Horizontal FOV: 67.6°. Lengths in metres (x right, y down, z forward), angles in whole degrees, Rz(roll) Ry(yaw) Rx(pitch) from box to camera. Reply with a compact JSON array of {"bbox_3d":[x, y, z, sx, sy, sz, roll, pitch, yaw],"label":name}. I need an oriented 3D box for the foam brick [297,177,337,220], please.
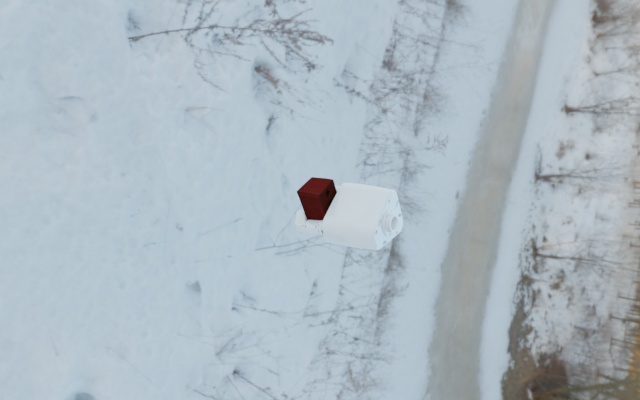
[{"bbox_3d":[0.000,0.003,0.889,0.051,0.078,0.053,8,41,36],"label":"foam brick"}]
